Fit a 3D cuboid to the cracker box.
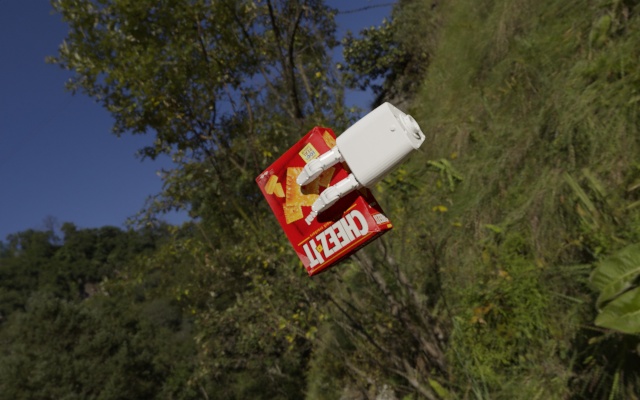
[{"bbox_3d":[0.000,0.003,0.853,0.164,0.213,0.072,-37,-14,25],"label":"cracker box"}]
